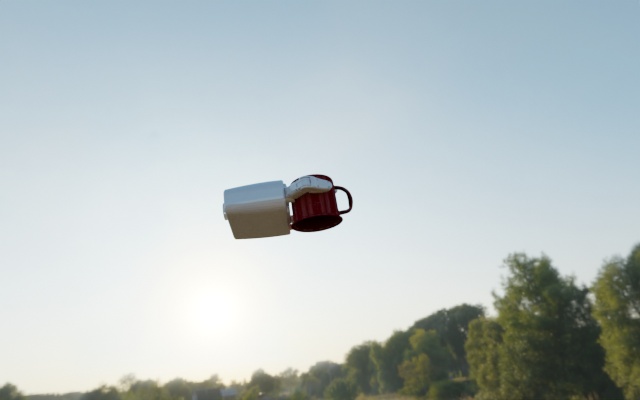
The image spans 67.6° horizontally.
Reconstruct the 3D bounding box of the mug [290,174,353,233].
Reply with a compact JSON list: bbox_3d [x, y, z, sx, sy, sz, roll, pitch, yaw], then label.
[{"bbox_3d":[0.002,0.002,0.857,0.117,0.081,0.093,-8,-21,-4],"label":"mug"}]
